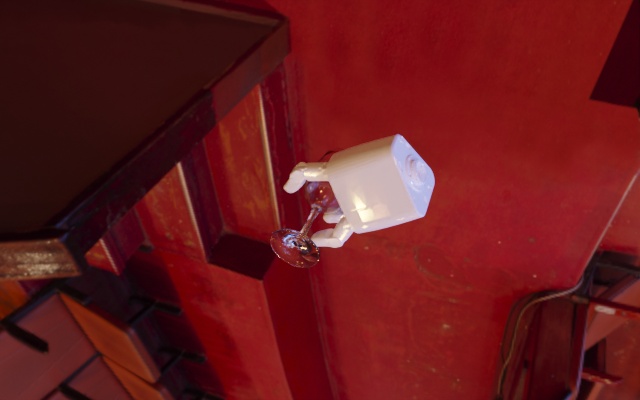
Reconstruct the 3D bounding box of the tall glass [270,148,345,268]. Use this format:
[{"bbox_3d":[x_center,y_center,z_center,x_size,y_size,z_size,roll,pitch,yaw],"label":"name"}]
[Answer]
[{"bbox_3d":[0.000,0.003,0.720,0.079,0.079,0.201,0,40,27],"label":"tall glass"}]
